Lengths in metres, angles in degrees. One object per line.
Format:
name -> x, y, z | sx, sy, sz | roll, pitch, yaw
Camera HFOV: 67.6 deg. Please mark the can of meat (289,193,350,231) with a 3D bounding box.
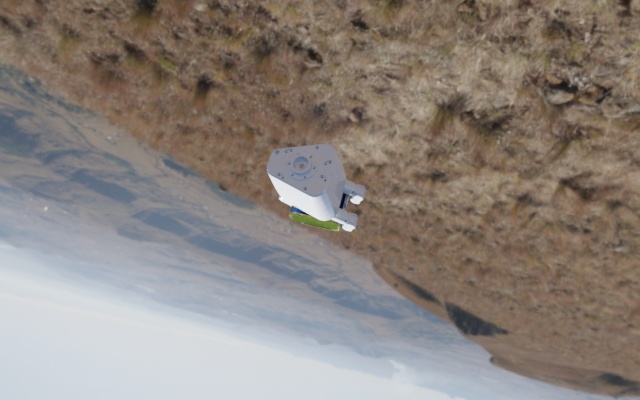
can of meat -> 0.000, 0.003, 0.878 | 0.102, 0.084, 0.057 | 12, -18, 10
